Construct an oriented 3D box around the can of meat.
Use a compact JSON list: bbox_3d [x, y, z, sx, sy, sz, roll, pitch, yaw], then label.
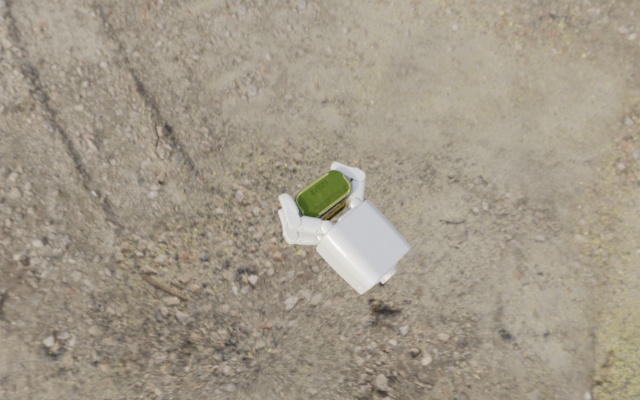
[{"bbox_3d":[0.000,0.002,0.789,0.102,0.057,0.084,-37,-11,-17],"label":"can of meat"}]
